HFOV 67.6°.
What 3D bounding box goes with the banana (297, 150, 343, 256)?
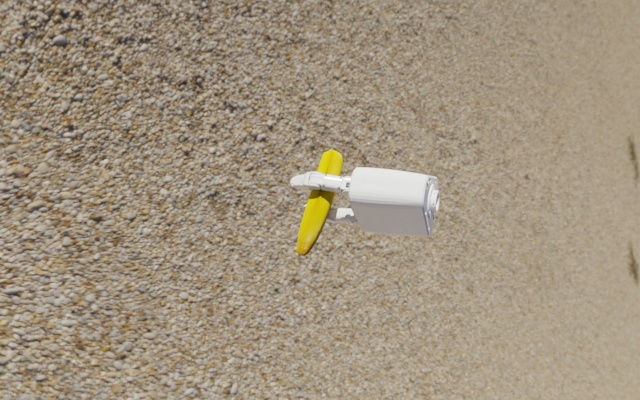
[{"bbox_3d":[0.004,-0.011,0.731,0.037,0.197,0.070,16,-35,1],"label":"banana"}]
